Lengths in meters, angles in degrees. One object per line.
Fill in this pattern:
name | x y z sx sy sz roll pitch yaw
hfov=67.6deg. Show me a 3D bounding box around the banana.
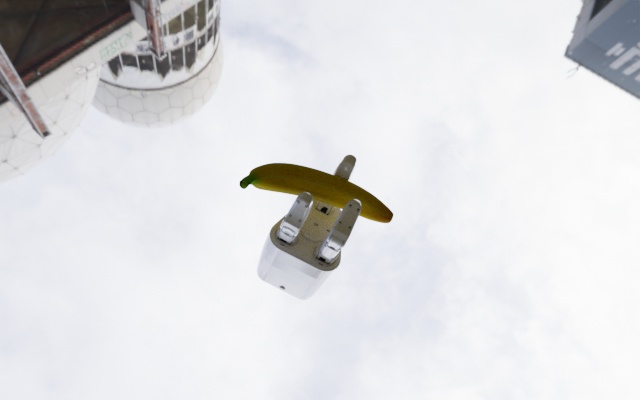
banana | -0.005 -0.011 0.586 0.198 0.037 0.069 12 38 -19
